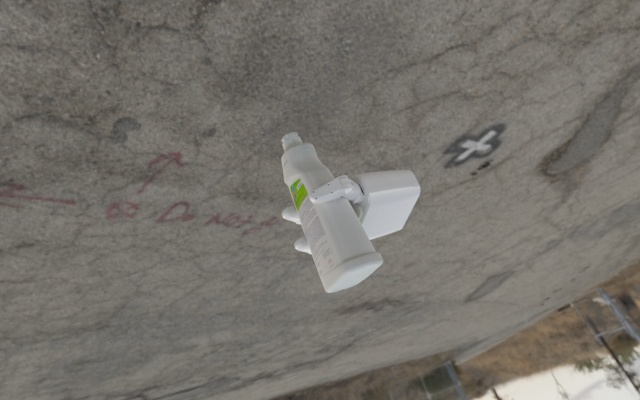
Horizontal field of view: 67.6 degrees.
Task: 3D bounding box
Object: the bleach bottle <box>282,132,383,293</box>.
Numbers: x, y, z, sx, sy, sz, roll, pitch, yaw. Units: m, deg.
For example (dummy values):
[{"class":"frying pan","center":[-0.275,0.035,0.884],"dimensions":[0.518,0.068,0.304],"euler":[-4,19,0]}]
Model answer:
[{"class":"bleach bottle","center":[0.000,0.002,0.707],"dimensions":[0.068,0.250,0.103],"euler":[-10,-25,-30]}]
